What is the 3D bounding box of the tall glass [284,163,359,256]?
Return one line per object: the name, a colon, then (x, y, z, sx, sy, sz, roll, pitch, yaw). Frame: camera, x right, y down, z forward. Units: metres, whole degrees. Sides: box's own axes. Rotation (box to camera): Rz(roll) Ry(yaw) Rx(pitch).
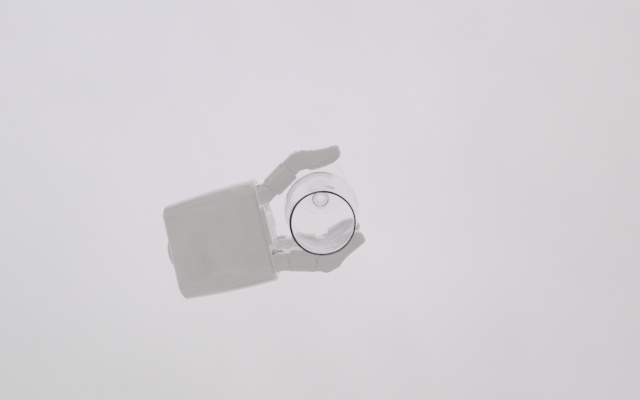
tall glass: (0.000, 0.002, 0.534, 0.079, 0.079, 0.201, 0, 11, -1)
